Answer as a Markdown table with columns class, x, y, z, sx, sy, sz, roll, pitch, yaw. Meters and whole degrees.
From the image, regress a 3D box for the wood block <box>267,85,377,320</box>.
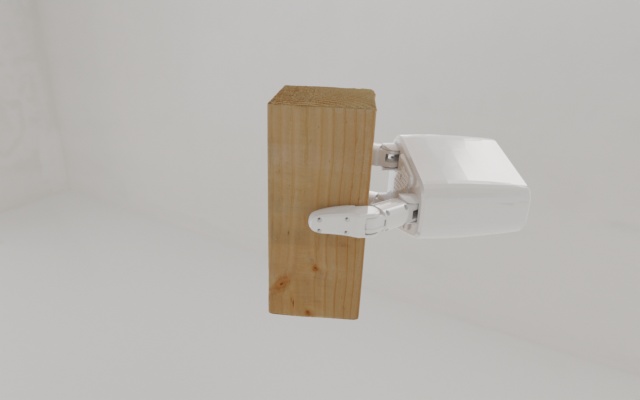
| class | x | y | z | sx | sy | sz | roll | pitch | yaw |
| --- | --- | --- | --- | --- | --- | --- | --- | --- | --- |
| wood block | 0.000 | 0.002 | 0.461 | 0.090 | 0.206 | 0.090 | 4 | 23 | 3 |
